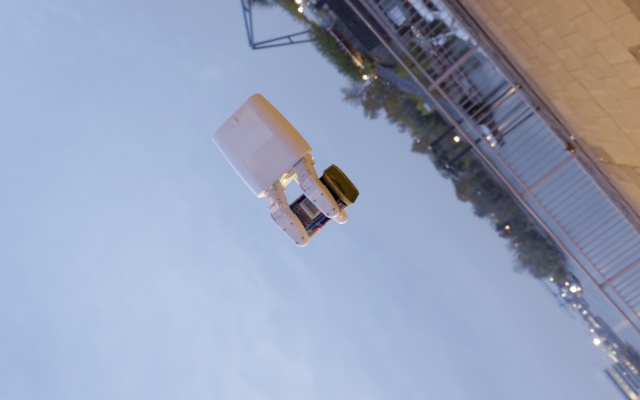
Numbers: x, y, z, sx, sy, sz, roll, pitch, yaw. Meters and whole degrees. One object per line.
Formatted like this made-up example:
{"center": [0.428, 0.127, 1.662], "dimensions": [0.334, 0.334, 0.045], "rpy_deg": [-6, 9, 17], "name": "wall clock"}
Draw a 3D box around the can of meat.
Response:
{"center": [0.000, 0.002, 0.650], "dimensions": [0.084, 0.057, 0.102], "rpy_deg": [-41, 2, 15], "name": "can of meat"}
